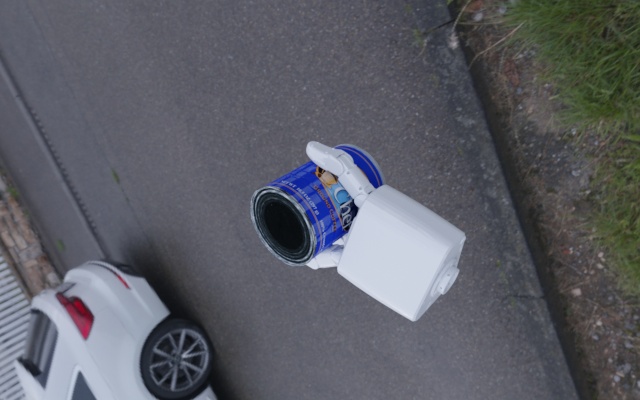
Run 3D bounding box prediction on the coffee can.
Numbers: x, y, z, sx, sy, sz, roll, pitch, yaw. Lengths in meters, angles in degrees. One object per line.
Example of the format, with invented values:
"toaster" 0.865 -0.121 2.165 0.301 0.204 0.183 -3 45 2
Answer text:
"coffee can" 0.000 0.002 0.587 0.103 0.103 0.140 0 24 45
